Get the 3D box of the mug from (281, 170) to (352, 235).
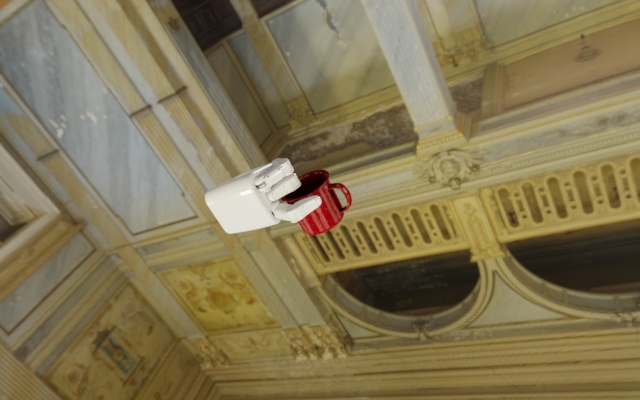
[{"bbox_3d":[0.001,0.002,0.823,0.117,0.081,0.093,-15,28,27],"label":"mug"}]
